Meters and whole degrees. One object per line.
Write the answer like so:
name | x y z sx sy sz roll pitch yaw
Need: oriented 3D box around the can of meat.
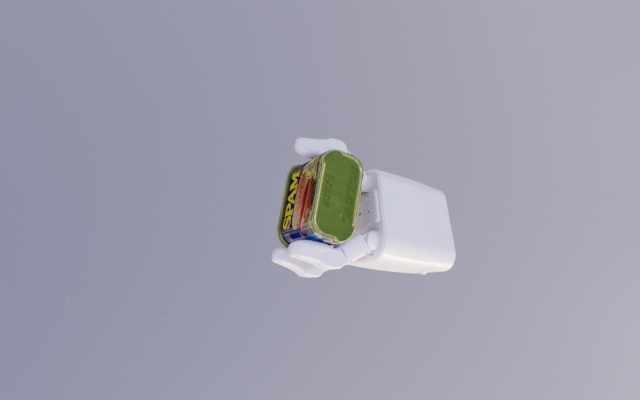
can of meat | 0.000 0.002 0.522 0.057 0.102 0.084 17 -18 -25
